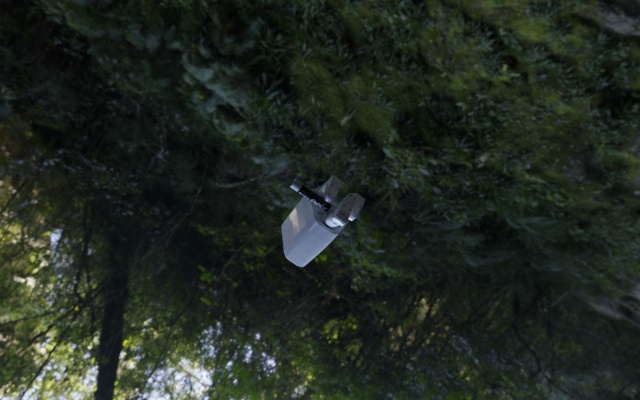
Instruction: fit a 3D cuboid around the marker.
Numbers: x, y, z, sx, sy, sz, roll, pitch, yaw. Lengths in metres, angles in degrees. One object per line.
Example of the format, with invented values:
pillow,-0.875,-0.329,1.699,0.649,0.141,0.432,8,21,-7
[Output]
marker,0.000,0.003,0.848,0.121,0.020,0.020,36,-9,-12
